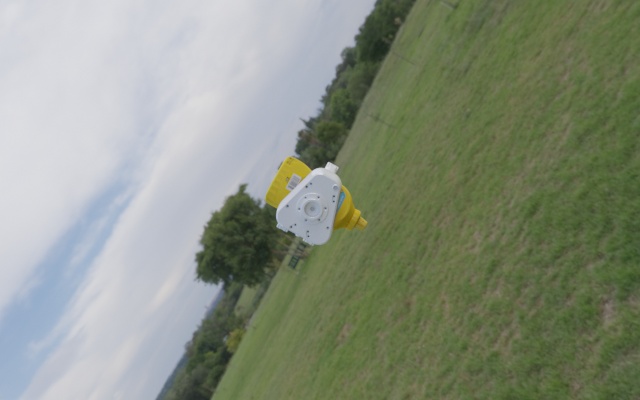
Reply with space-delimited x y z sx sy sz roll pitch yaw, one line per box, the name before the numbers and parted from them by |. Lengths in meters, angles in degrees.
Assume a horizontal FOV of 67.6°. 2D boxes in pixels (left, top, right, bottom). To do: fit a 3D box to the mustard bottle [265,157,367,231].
mustard bottle | 0.000 0.003 0.889 0.191 0.096 0.058 28 -18 -2
